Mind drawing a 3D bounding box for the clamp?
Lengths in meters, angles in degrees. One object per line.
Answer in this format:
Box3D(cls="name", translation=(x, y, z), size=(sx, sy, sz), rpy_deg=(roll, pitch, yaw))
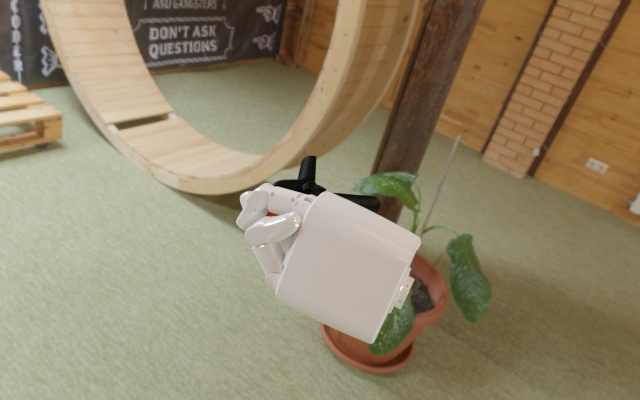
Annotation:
Box3D(cls="clamp", translation=(0.000, 0.001, 0.562), size=(0.120, 0.039, 0.171), rpy_deg=(25, 31, 13))
